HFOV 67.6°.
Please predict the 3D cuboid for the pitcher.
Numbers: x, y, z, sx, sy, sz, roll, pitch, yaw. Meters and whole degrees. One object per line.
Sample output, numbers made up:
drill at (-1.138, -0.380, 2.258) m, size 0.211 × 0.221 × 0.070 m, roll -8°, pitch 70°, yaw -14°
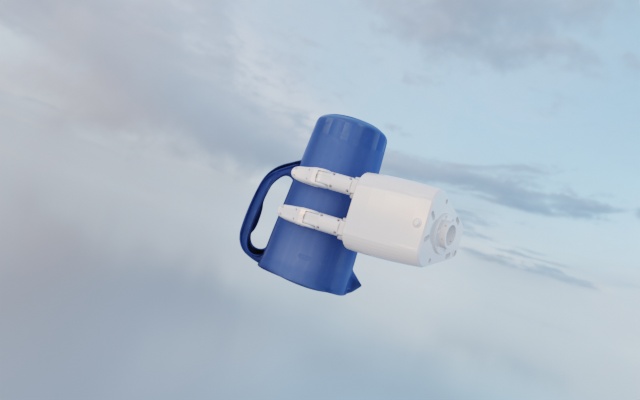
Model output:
pitcher at (0.000, 0.002, 0.684) m, size 0.145 × 0.243 × 0.149 m, roll 14°, pitch -7°, yaw 41°
